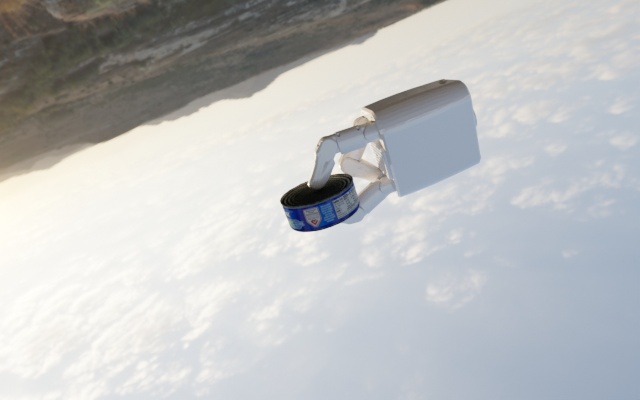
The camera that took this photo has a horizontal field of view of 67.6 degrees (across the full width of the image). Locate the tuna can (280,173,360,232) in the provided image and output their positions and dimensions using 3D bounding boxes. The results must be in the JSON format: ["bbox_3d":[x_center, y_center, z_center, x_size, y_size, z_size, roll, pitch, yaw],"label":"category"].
[{"bbox_3d":[0.000,0.002,0.538,0.086,0.034,0.086,-17,19,6],"label":"tuna can"}]
